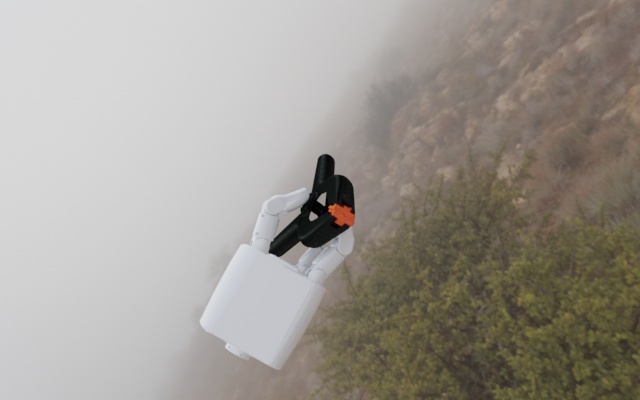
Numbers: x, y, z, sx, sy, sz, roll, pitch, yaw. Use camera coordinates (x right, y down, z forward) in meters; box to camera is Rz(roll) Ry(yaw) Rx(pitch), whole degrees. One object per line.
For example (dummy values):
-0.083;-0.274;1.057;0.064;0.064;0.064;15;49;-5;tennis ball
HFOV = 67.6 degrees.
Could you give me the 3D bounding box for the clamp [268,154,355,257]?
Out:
-0.001;0.002;0.600;0.036;0.164;0.210;30;-12;-15;clamp
